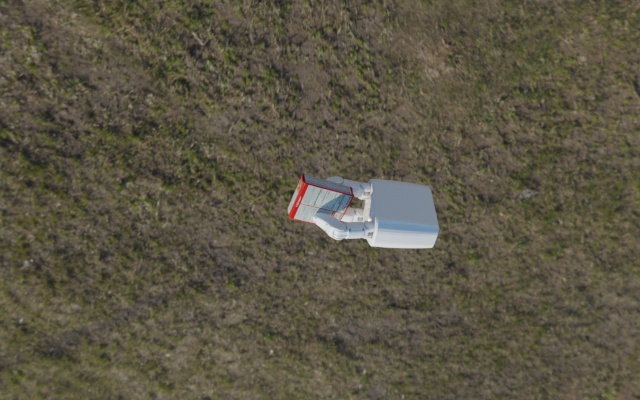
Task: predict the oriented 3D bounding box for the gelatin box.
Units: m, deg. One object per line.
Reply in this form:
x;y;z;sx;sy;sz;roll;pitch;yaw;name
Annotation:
0.000;0.003;0.775;0.089;0.073;0.030;13;33;-19;gelatin box
